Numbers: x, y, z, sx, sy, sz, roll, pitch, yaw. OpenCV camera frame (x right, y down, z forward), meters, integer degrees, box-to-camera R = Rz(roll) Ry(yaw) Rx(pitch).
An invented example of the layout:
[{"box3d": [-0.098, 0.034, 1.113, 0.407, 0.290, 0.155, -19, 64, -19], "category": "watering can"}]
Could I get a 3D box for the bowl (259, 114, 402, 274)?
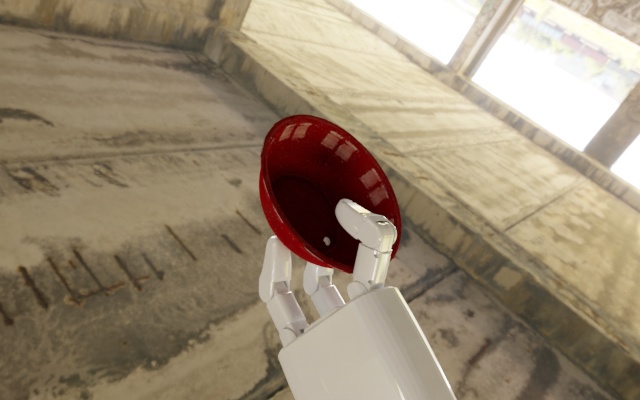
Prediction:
[{"box3d": [0.000, 0.001, 0.447, 0.162, 0.162, 0.055, 0, -27, -43], "category": "bowl"}]
